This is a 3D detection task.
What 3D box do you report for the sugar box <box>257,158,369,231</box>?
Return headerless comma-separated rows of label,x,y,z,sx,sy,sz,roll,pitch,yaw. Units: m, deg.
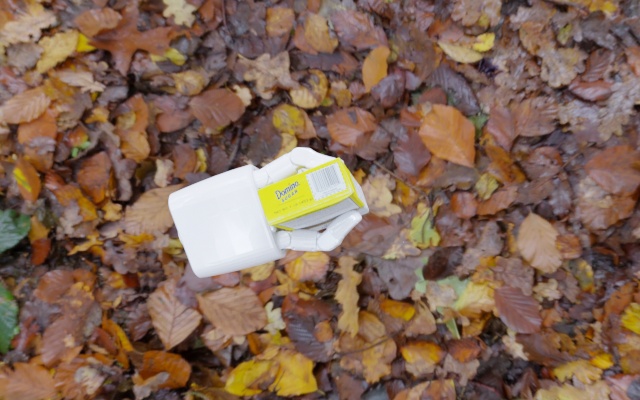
sugar box,0.000,0.001,0.552,0.093,0.048,0.176,-20,-8,7
